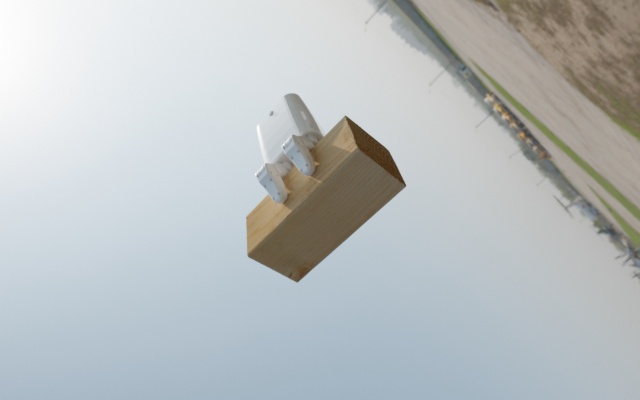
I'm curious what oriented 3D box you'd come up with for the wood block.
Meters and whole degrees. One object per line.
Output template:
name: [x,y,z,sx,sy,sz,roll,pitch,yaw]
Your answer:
wood block: [0.000,0.002,0.638,0.091,0.206,0.090,33,25,-30]
